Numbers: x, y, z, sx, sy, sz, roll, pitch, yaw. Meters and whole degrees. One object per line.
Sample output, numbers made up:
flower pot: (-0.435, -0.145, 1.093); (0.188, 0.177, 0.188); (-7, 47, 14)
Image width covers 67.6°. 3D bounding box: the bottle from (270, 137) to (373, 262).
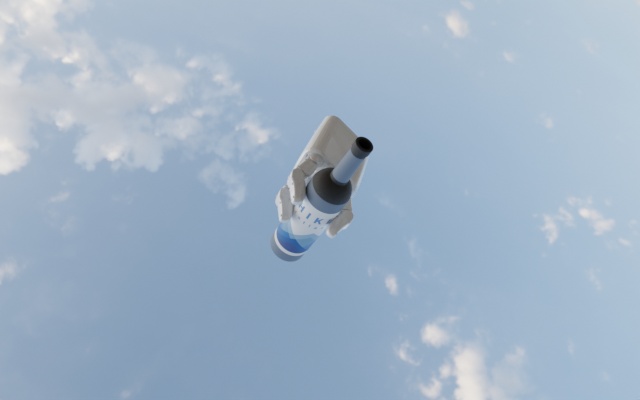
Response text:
bottle: (0.000, 0.003, 0.753); (0.069, 0.069, 0.296); (0, -32, -29)
